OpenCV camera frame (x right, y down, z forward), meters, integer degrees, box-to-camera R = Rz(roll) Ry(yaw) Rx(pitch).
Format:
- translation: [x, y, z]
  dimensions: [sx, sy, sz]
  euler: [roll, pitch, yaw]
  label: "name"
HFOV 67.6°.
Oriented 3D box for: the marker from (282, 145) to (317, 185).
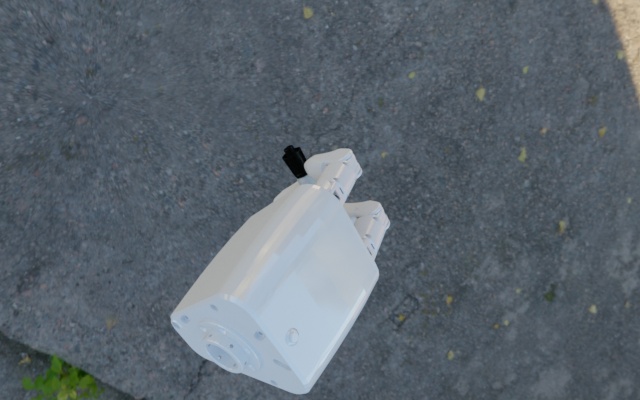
- translation: [0.000, 0.001, 0.440]
  dimensions: [0.020, 0.121, 0.020]
  euler: [-26, 24, 12]
  label: "marker"
